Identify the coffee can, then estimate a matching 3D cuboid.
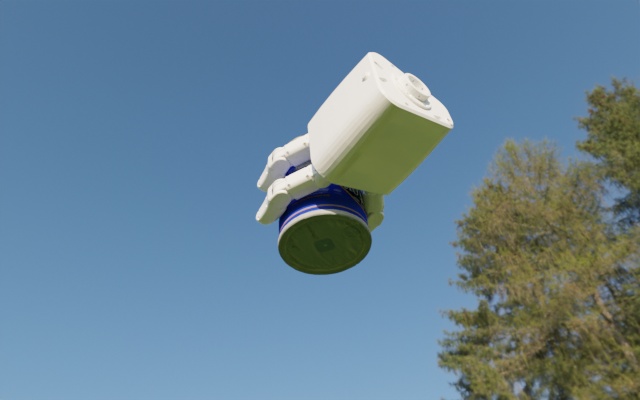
[{"bbox_3d":[0.000,0.002,0.567,0.103,0.103,0.140,0,44,-6],"label":"coffee can"}]
